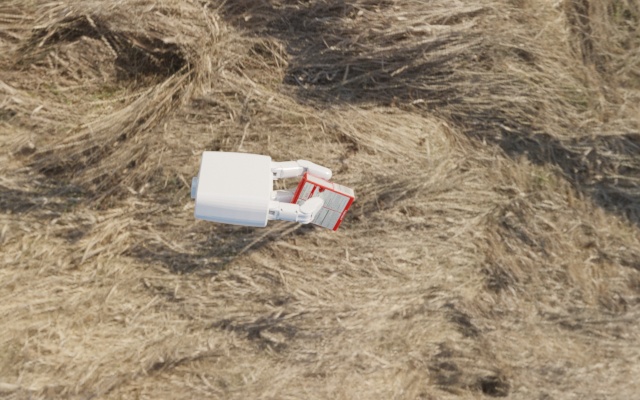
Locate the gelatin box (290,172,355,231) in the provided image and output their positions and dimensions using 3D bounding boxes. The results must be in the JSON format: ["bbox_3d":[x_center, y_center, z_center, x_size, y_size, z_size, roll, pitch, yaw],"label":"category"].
[{"bbox_3d":[0.000,0.003,0.774,0.089,0.073,0.030,20,29,-14],"label":"gelatin box"}]
